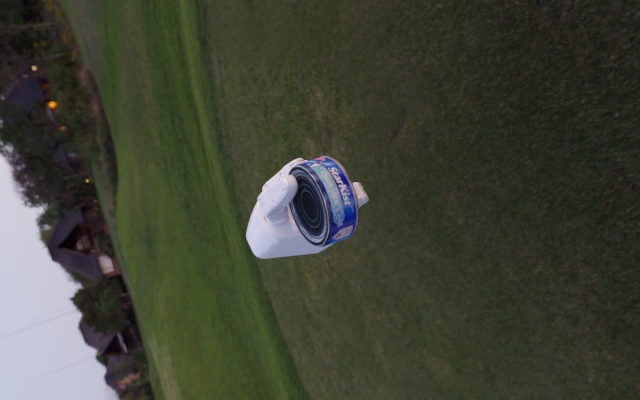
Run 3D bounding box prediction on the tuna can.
[{"bbox_3d":[0.000,0.002,0.470,0.034,0.086,0.086,-18,8,-27],"label":"tuna can"}]
